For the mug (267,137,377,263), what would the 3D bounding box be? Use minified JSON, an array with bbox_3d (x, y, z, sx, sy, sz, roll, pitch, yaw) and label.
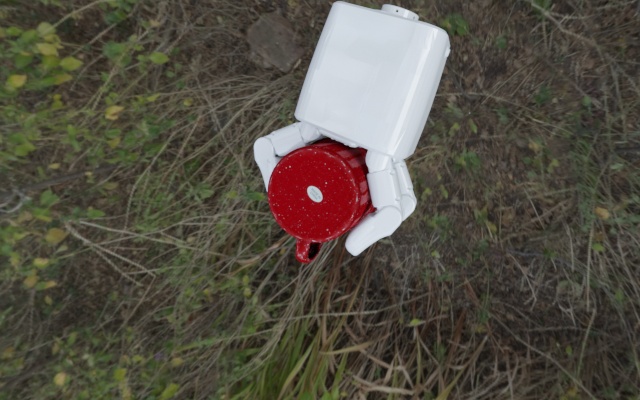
[{"bbox_3d":[-0.001,0.003,0.430,0.093,0.117,0.081,22,14,13],"label":"mug"}]
